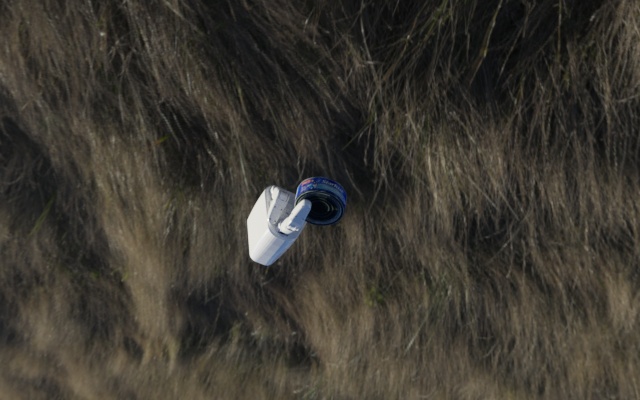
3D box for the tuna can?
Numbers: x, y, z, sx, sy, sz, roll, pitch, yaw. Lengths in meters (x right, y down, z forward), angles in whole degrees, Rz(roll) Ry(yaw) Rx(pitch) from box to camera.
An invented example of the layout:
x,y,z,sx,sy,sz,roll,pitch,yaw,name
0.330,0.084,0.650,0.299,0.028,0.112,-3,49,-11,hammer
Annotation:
x,y,z,sx,sy,sz,roll,pitch,yaw,name
0.000,0.003,0.794,0.086,0.086,0.033,0,44,11,tuna can
